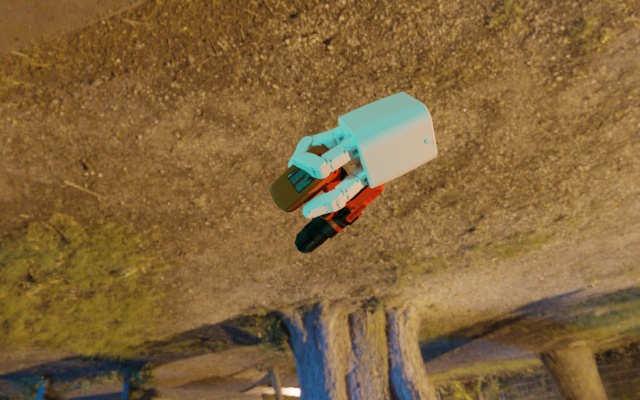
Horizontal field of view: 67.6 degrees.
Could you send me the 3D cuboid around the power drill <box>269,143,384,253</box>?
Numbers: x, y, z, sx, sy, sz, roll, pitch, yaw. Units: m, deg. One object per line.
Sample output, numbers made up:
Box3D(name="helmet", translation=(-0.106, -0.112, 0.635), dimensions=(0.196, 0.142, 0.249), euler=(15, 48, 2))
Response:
Box3D(name="power drill", translation=(0.000, 0.002, 0.739), dimensions=(0.057, 0.184, 0.188), euler=(50, 8, 27))
